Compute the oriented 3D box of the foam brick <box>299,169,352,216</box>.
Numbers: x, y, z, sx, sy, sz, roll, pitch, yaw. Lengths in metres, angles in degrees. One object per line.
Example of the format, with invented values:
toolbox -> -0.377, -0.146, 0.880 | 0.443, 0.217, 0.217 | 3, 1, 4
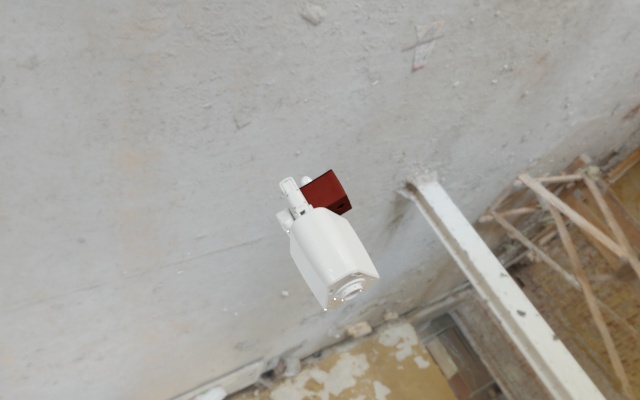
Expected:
foam brick -> 0.000, 0.002, 0.709 | 0.078, 0.051, 0.053 | -31, -28, -2
